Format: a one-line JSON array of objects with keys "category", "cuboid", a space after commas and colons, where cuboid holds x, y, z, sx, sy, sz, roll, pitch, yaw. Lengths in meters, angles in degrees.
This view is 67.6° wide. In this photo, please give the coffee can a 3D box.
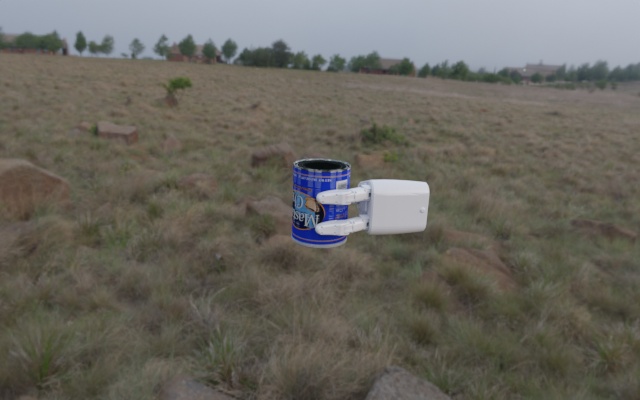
[{"category": "coffee can", "cuboid": [0.000, 0.003, 0.860, 0.103, 0.140, 0.102, 2, 16, -1]}]
